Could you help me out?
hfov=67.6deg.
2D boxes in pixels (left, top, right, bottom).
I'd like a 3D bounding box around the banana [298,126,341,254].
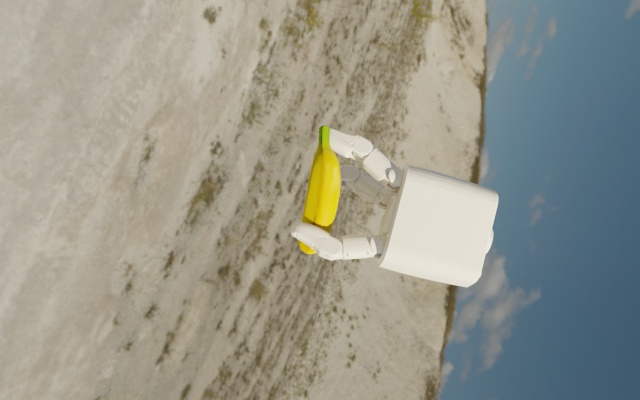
[{"bbox_3d":[-0.002,0.012,0.561,0.037,0.198,0.069,11,44,-1],"label":"banana"}]
